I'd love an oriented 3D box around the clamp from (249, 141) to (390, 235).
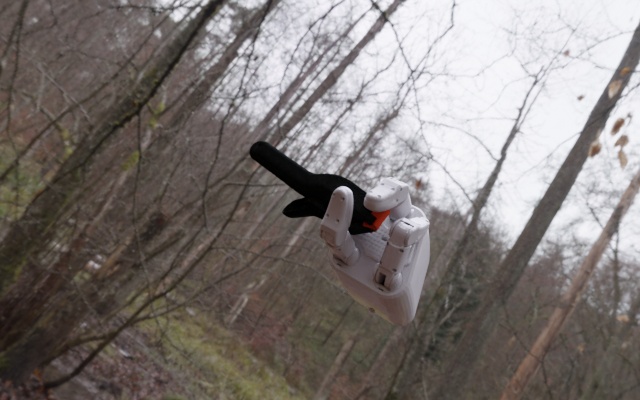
[{"bbox_3d":[0.001,0.001,0.537,0.171,0.039,0.120,28,-21,30],"label":"clamp"}]
